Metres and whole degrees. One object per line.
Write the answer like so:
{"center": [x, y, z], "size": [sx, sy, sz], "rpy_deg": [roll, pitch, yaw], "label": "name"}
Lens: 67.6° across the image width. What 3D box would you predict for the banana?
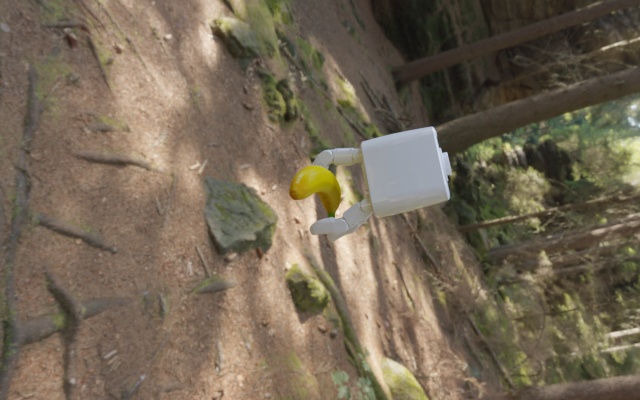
{"center": [0.000, -0.015, 0.677], "size": [0.037, 0.069, 0.198], "rpy_deg": [-9, -16, 16], "label": "banana"}
